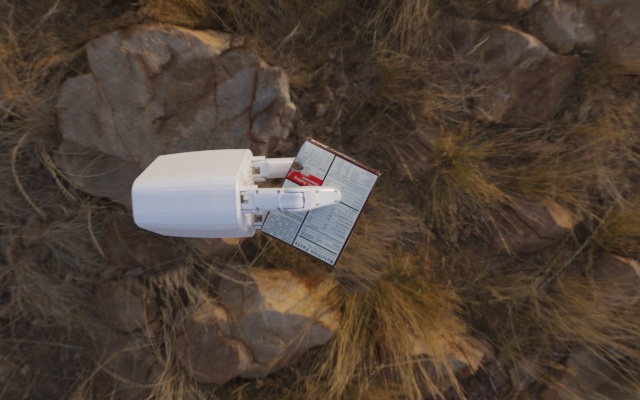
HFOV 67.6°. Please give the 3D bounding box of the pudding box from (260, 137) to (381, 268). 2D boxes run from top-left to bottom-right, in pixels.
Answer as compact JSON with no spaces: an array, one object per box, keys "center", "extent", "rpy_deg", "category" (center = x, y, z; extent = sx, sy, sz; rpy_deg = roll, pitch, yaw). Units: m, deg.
[{"center":[0.000,0.002,0.507],"extent":[0.090,0.113,0.039],"rpy_deg":[26,7,0],"category":"pudding box"}]
